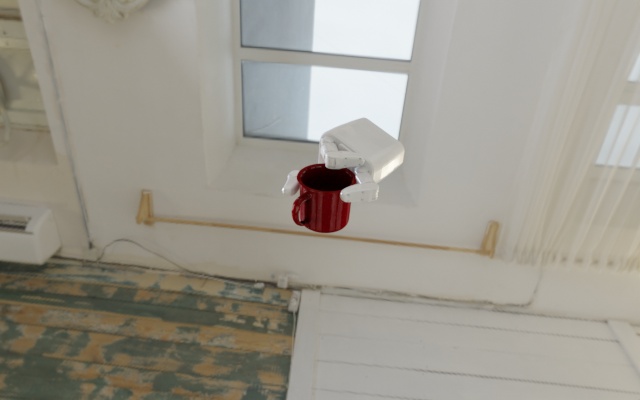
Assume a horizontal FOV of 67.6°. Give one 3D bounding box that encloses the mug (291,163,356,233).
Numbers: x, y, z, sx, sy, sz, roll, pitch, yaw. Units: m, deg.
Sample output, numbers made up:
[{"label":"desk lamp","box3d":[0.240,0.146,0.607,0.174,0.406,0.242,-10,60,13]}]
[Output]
[{"label":"mug","box3d":[-0.001,0.003,0.751,0.093,0.081,0.117,26,39,32]}]
